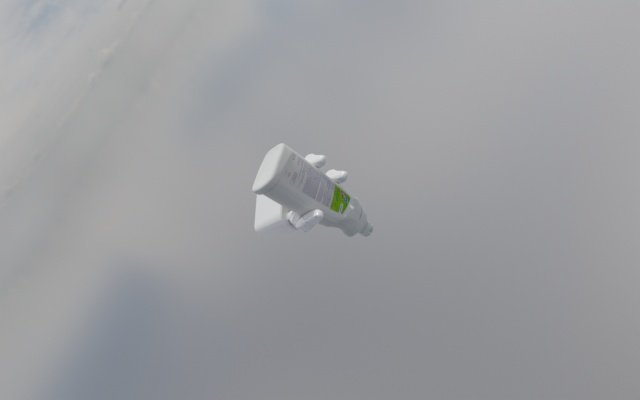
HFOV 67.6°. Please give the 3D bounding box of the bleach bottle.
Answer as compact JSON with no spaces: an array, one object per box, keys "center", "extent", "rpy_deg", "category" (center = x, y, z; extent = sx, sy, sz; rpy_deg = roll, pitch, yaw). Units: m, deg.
[{"center":[0.000,0.003,0.887],"extent":[0.251,0.102,0.068],"rpy_deg":[35,-36,-26],"category":"bleach bottle"}]
